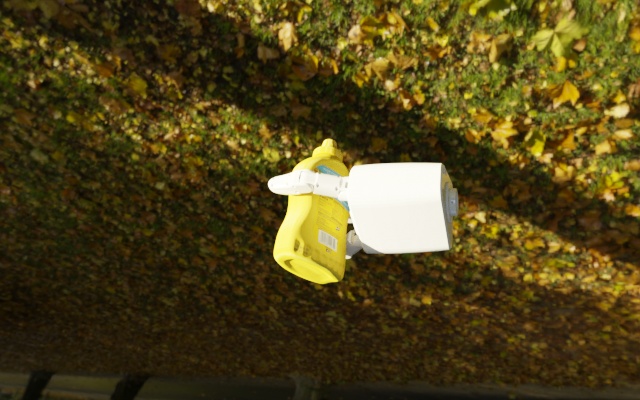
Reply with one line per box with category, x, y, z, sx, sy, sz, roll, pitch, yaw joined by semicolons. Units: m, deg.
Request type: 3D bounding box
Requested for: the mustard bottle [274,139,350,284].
mustard bottle;0.000;0.002;0.613;0.058;0.191;0.096;-19;-40;41
